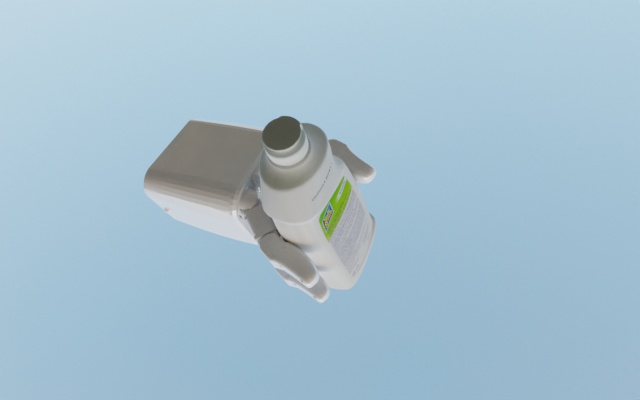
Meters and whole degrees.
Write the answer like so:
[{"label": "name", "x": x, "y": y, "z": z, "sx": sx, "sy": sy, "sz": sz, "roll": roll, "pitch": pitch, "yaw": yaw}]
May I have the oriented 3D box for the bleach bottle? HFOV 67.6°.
[{"label": "bleach bottle", "x": 0.000, "y": 0.002, "z": 0.439, "sx": 0.068, "sy": 0.102, "sz": 0.251, "roll": 13, "pitch": -23, "yaw": 18}]
